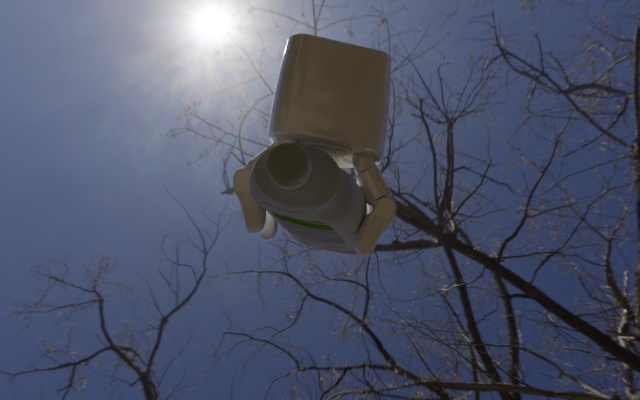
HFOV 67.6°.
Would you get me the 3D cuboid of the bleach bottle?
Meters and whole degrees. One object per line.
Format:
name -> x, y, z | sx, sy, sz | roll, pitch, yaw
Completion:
bleach bottle -> 0.000, 0.001, 0.445 | 0.102, 0.068, 0.251 | 8, -11, 8
